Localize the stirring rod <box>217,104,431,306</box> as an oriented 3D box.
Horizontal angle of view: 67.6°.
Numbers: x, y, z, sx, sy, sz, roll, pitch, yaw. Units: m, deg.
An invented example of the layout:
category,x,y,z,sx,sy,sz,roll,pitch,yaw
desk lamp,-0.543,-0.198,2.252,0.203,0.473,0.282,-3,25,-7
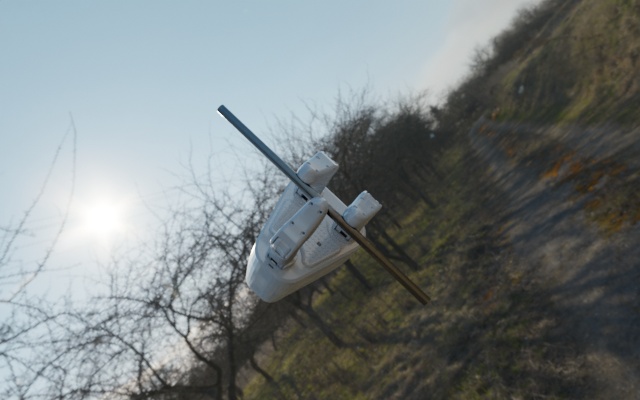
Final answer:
category,x,y,z,sx,sy,sz,roll,pitch,yaw
stirring rod,0.000,0.001,0.403,0.239,0.011,0.011,43,6,6
